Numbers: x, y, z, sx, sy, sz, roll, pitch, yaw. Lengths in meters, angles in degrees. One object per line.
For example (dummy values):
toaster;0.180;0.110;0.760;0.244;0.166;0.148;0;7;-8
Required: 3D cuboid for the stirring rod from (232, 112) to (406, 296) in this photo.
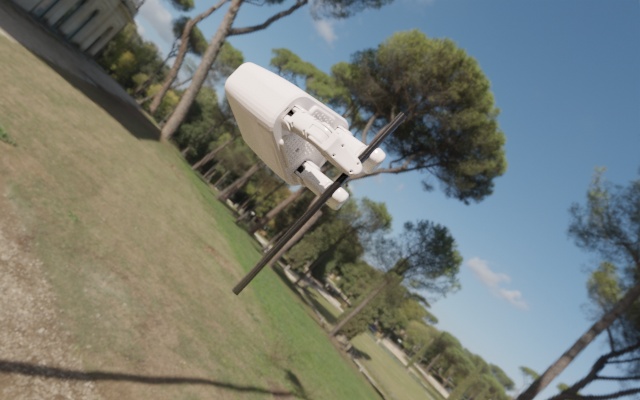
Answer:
stirring rod;0.000;0.002;0.467;0.011;0.239;0.011;43;-4;4
